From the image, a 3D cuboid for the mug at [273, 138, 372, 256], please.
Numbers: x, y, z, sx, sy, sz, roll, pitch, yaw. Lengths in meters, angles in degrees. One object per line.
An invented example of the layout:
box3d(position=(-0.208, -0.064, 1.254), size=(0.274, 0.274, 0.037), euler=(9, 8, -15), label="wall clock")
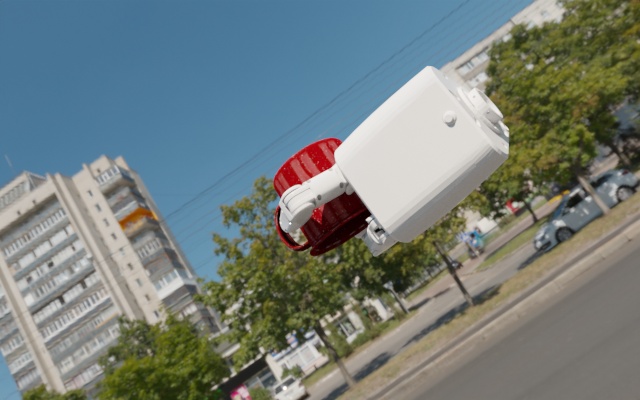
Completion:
box3d(position=(-0.001, 0.002, 0.466), size=(0.117, 0.081, 0.093), euler=(-42, -17, 27), label="mug")
